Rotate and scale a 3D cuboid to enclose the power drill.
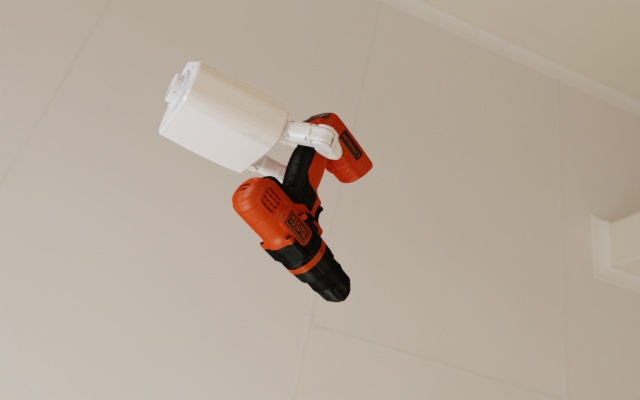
[{"bbox_3d":[0.000,0.001,0.563,0.057,0.187,0.184,-14,-53,39],"label":"power drill"}]
